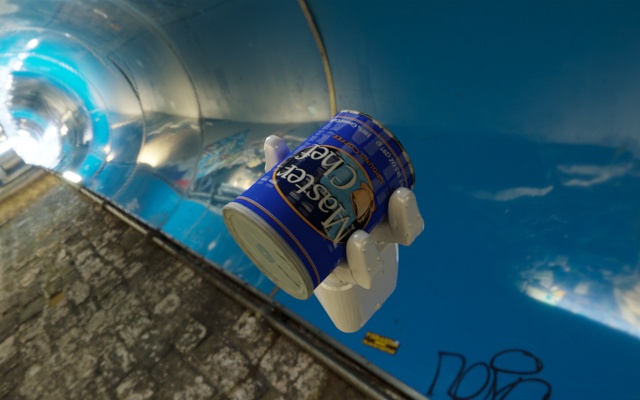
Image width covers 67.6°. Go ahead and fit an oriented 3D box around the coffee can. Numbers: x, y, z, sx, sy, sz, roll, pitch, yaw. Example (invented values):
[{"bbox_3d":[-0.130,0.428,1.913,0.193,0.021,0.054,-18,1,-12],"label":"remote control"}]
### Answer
[{"bbox_3d":[0.000,0.001,0.421,0.140,0.103,0.103,-43,20,-23],"label":"coffee can"}]
